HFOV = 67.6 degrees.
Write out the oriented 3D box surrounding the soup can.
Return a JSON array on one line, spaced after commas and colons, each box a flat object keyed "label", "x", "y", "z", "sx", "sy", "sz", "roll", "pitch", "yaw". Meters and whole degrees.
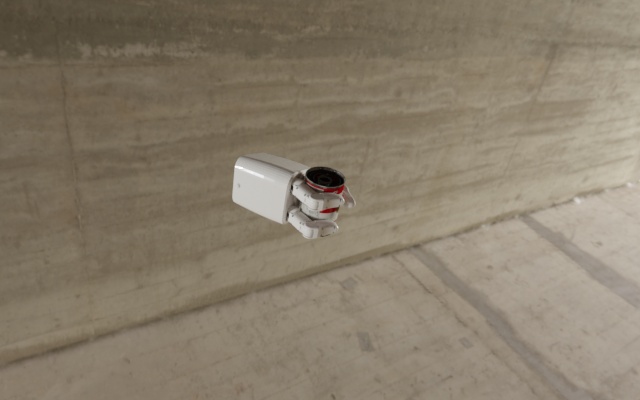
[{"label": "soup can", "x": 0.001, "y": 0.003, "z": 0.815, "sx": 0.068, "sy": 0.102, "sz": 0.068, "roll": 8, "pitch": 31, "yaw": -5}]
